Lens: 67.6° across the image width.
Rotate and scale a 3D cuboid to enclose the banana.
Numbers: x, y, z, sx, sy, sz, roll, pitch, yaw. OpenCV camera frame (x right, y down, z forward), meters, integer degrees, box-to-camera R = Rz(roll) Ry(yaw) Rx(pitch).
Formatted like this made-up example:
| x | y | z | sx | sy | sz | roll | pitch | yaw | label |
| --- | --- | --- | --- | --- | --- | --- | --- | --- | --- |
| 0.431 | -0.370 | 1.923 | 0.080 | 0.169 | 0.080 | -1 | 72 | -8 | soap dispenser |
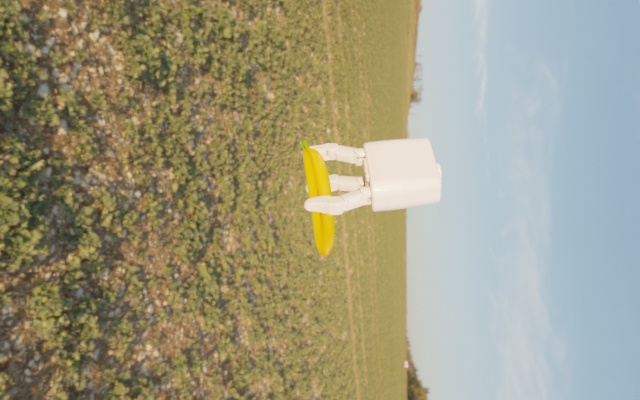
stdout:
| x | y | z | sx | sy | sz | roll | pitch | yaw | label |
| --- | --- | --- | --- | --- | --- | --- | --- | --- | --- |
| 0.001 | 0.003 | 0.768 | 0.037 | 0.198 | 0.069 | -8 | 11 | -2 | banana |
